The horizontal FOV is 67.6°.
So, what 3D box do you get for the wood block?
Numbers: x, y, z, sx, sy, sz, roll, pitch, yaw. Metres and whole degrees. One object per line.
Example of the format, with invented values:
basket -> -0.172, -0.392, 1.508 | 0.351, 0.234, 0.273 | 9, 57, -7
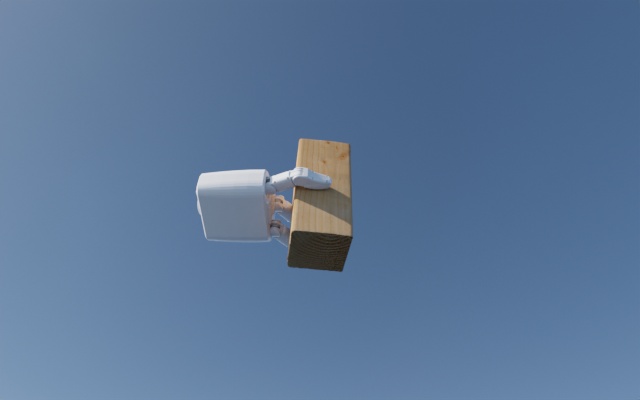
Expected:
wood block -> 0.000, 0.002, 0.774 | 0.090, 0.206, 0.091 | 6, -43, -4
